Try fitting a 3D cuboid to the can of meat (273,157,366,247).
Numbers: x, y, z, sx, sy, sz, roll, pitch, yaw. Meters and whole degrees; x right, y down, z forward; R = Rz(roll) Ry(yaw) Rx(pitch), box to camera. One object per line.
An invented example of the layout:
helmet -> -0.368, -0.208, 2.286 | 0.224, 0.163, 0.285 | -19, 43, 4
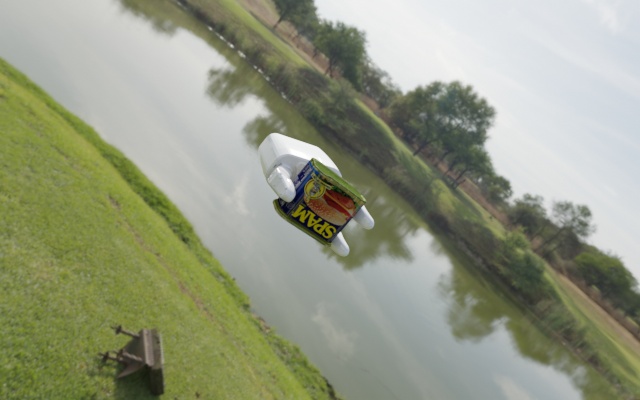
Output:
can of meat -> 0.000, 0.002, 0.660 | 0.102, 0.084, 0.057 | 35, 13, -25
